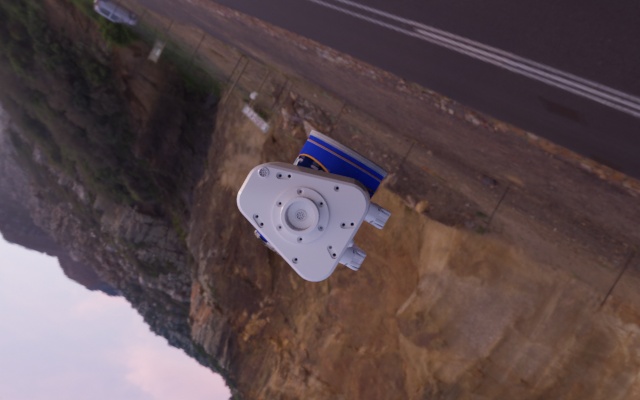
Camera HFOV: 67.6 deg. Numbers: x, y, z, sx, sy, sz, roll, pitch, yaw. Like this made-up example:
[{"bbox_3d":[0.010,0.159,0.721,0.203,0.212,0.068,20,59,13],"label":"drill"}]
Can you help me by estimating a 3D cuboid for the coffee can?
[{"bbox_3d":[0.000,0.002,0.569,0.103,0.140,0.103,30,4,-2],"label":"coffee can"}]
